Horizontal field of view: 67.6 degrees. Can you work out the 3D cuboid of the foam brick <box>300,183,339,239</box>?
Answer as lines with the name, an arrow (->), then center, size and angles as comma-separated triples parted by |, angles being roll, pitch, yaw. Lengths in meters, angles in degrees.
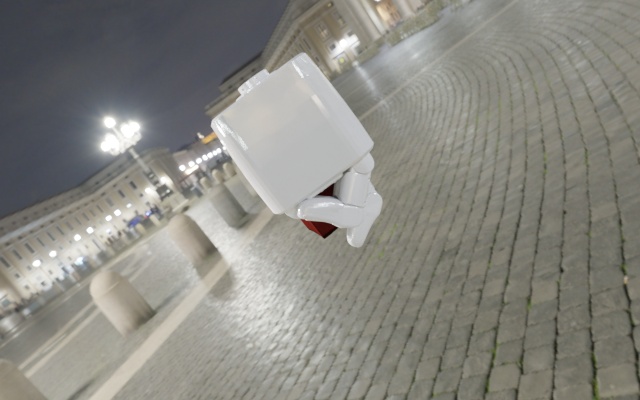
foam brick -> 0.000, 0.002, 0.523 | 0.053, 0.051, 0.078 | -39, 11, -9
